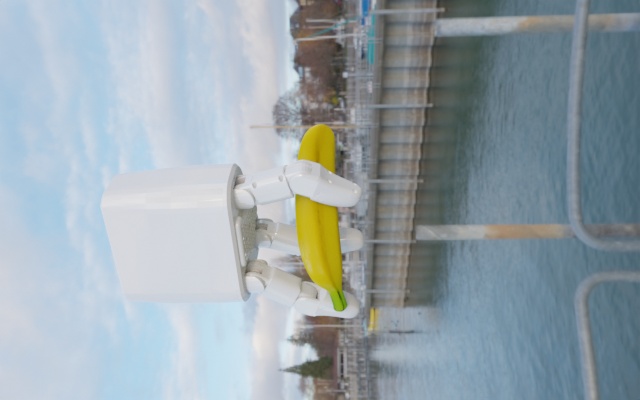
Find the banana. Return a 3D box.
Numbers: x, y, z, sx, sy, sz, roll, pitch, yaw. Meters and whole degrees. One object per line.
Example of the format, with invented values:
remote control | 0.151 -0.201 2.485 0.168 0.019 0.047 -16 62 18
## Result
banana | -0.002 -0.005 0.429 0.037 0.197 0.070 -5 -31 5
